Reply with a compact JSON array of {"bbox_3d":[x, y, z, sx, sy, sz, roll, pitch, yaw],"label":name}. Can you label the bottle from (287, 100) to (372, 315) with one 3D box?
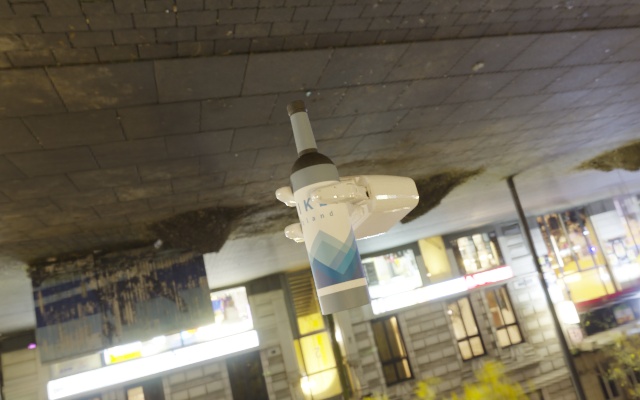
[{"bbox_3d":[0.000,0.002,0.653,0.069,0.295,0.069,-14,-12,-3],"label":"bottle"}]
